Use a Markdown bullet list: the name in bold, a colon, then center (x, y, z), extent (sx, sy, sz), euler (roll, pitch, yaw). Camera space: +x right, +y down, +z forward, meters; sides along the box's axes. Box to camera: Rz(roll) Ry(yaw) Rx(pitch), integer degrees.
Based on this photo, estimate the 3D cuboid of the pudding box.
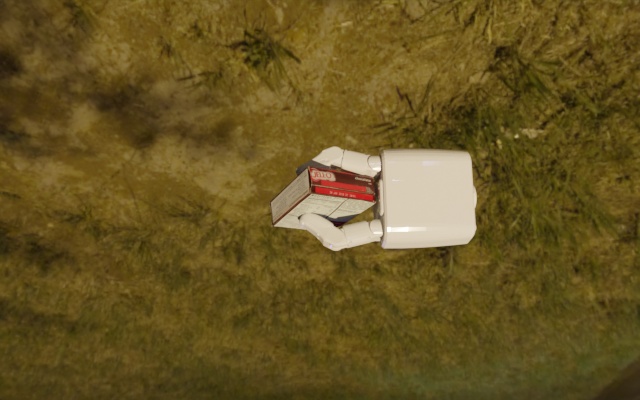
- **pudding box**: center (0.000, 0.002, 0.584), extent (0.090, 0.039, 0.113), euler (9, -28, -28)
